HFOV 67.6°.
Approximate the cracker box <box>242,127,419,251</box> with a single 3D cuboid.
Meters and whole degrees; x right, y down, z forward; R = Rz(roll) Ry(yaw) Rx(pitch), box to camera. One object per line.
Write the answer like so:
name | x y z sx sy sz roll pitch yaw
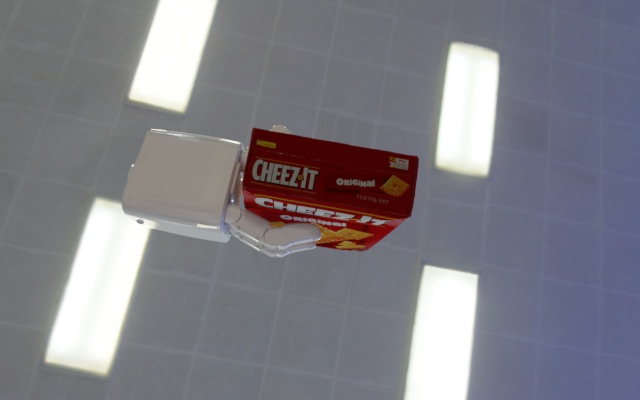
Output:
cracker box | 0.000 0.002 0.547 0.164 0.072 0.214 9 -15 -3
